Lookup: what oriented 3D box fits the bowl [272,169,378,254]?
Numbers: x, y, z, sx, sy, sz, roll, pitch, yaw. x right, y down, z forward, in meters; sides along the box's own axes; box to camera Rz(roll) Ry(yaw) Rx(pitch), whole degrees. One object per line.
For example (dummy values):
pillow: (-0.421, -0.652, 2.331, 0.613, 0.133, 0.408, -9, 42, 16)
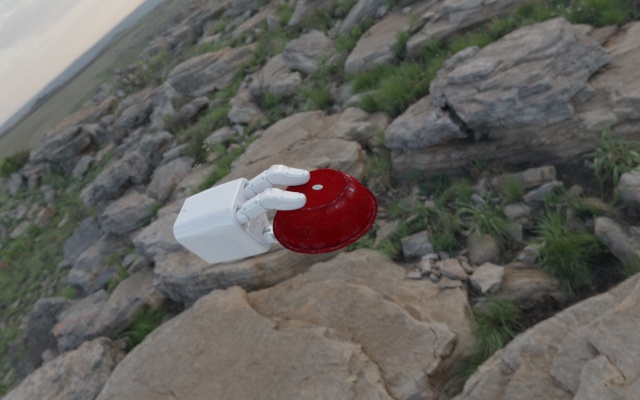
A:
bowl: (0.001, 0.002, 0.696, 0.162, 0.055, 0.162, -10, 38, 8)
